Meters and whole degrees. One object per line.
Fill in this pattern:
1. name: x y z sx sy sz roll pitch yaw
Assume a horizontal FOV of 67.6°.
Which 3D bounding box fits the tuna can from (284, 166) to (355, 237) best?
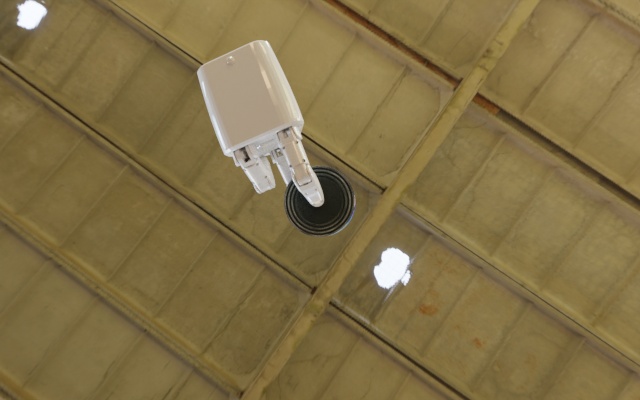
1. tuna can: 0.000 0.002 0.586 0.086 0.086 0.034 0 -5 7
